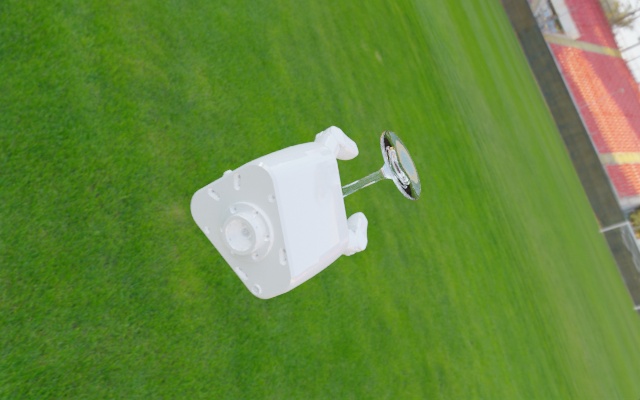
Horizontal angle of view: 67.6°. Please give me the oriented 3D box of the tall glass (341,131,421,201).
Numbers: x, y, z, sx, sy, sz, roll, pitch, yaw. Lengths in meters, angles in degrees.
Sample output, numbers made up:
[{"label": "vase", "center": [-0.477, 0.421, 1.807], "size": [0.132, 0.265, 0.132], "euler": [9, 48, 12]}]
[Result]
[{"label": "tall glass", "center": [0.001, 0.001, 0.513], "size": [0.201, 0.079, 0.079], "euler": [-25, -13, 29]}]
